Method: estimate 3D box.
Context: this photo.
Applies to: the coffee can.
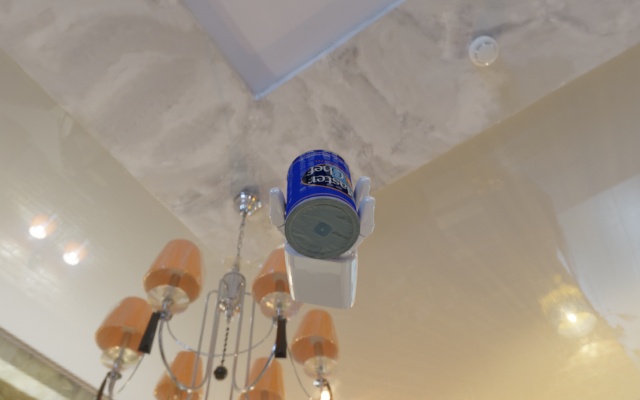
[{"bbox_3d":[0.000,0.002,0.700,0.103,0.103,0.140,0,33,-3],"label":"coffee can"}]
